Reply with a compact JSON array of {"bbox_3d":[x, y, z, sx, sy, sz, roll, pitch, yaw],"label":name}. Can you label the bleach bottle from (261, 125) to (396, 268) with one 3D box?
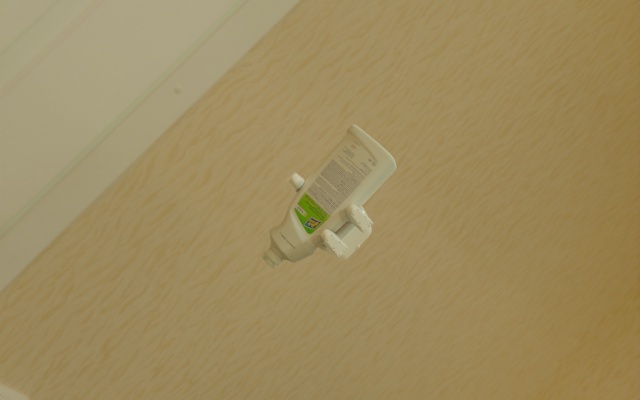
[{"bbox_3d":[0.000,0.002,0.756,0.102,0.251,0.068,44,-3,23],"label":"bleach bottle"}]
